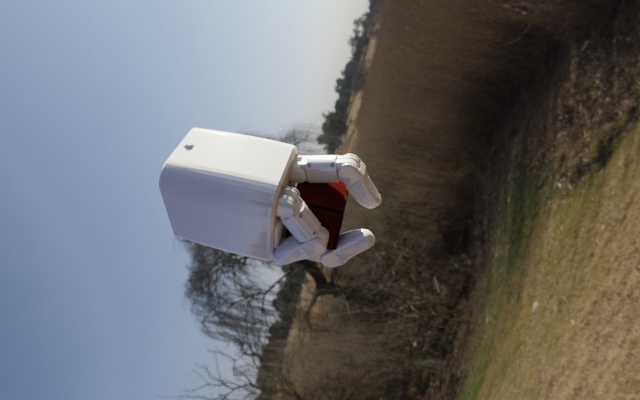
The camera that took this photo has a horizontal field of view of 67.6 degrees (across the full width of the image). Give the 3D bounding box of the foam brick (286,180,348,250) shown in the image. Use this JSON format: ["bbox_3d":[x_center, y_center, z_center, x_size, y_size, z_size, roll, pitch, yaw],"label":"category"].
[{"bbox_3d":[0.000,0.002,0.484,0.051,0.053,0.078,12,38,3],"label":"foam brick"}]
